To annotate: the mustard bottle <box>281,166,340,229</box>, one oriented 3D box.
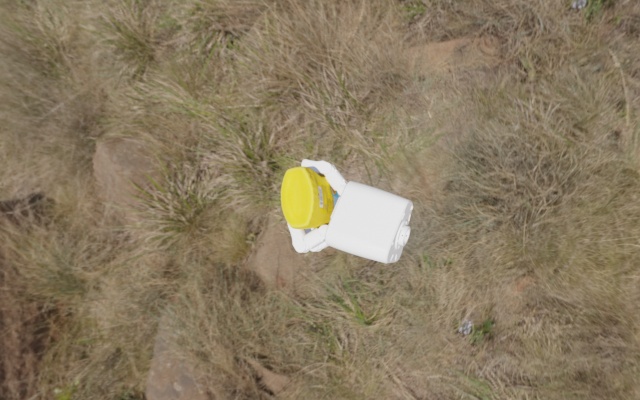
[{"bbox_3d":[0.000,0.003,0.813,0.058,0.096,0.191,-9,-8,22],"label":"mustard bottle"}]
